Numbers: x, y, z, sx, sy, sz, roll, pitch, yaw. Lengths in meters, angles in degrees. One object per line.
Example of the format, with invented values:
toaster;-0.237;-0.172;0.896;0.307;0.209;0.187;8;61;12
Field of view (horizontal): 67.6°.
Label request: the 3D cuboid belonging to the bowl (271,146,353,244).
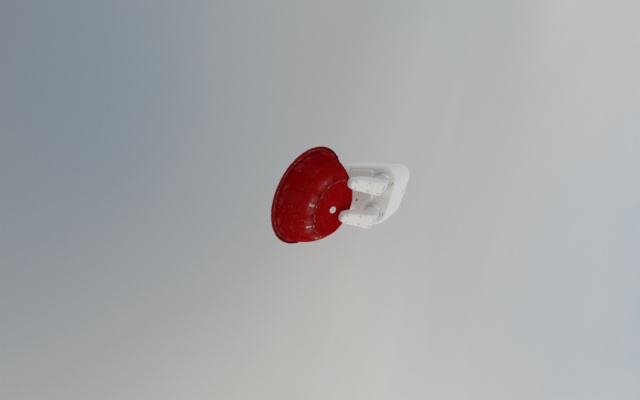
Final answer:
bowl;0.000;0.003;0.724;0.055;0.162;0.162;26;15;33
